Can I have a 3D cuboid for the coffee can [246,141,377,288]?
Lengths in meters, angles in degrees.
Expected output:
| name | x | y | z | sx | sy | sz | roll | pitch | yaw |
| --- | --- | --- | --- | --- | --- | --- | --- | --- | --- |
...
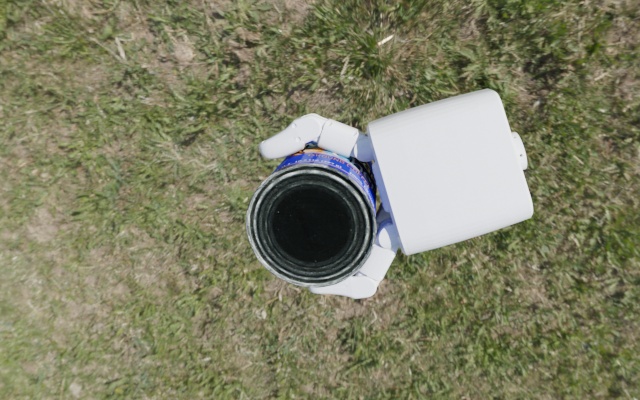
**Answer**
| name | x | y | z | sx | sy | sz | roll | pitch | yaw |
| --- | --- | --- | --- | --- | --- | --- | --- | --- | --- |
| coffee can | 0.000 | 0.001 | 0.434 | 0.103 | 0.103 | 0.140 | 0 | 17 | 7 |
